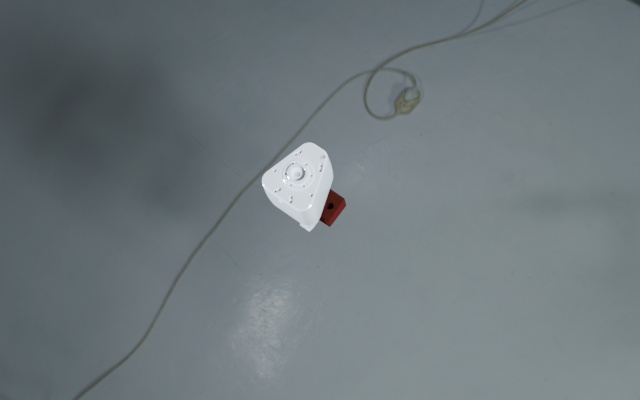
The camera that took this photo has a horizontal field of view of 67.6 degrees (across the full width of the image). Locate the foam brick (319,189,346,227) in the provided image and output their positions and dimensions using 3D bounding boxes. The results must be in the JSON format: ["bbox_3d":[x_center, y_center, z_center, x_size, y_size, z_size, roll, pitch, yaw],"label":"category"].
[{"bbox_3d":[0.000,0.003,0.864,0.078,0.053,0.051,34,-9,11],"label":"foam brick"}]
